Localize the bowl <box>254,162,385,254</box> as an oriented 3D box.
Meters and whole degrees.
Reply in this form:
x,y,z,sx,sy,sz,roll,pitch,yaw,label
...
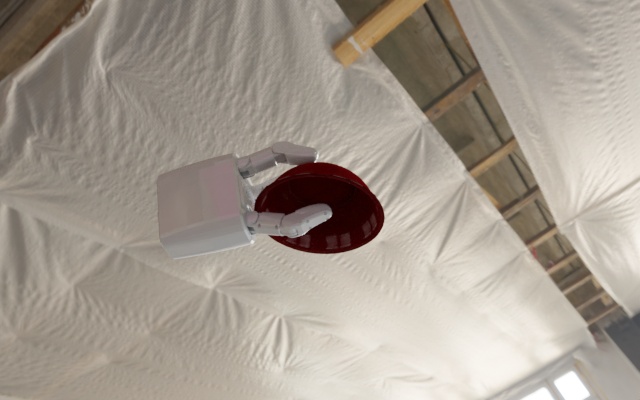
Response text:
x,y,z,sx,sy,sz,roll,pitch,yaw,label
0.001,0.002,0.606,0.162,0.055,0.162,3,-39,3,bowl
